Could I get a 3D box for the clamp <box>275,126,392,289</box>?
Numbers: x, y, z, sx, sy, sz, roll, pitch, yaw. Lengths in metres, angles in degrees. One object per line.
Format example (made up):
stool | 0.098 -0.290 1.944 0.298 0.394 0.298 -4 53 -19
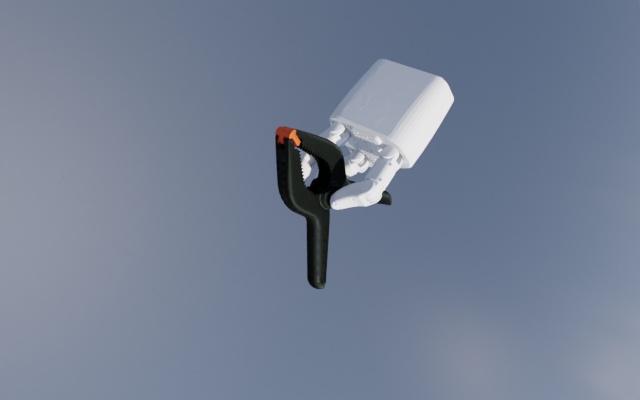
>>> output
clamp | 0.001 0.002 0.572 0.036 0.164 0.210 20 -22 45
